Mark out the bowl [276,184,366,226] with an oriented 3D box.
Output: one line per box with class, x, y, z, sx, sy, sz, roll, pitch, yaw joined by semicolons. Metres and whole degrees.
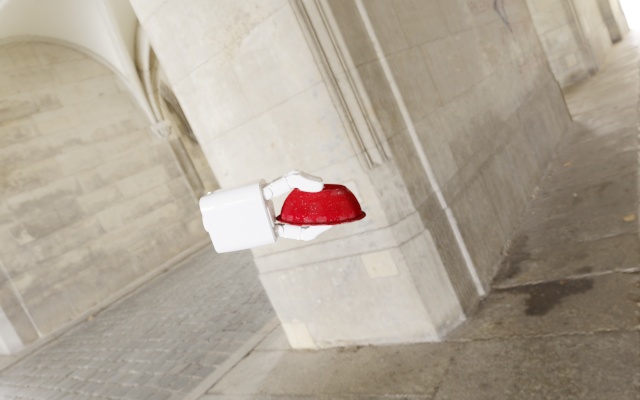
bowl;0.001;0.002;0.846;0.162;0.055;0.162;-2;9;0
